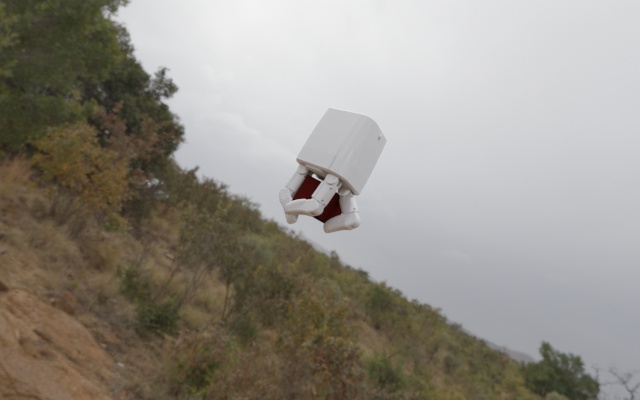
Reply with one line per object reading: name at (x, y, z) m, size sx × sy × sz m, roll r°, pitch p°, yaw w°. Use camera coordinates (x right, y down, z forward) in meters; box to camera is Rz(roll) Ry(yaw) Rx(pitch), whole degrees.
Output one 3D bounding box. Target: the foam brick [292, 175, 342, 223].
foam brick at (0.000, 0.003, 0.779) m, size 0.053 × 0.051 × 0.078 m, roll 28°, pitch -6°, yaw 29°
